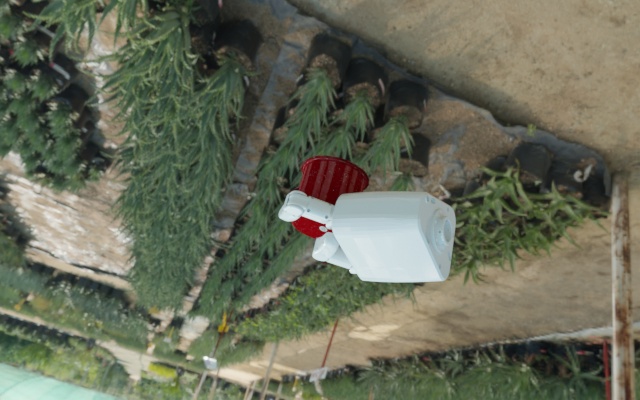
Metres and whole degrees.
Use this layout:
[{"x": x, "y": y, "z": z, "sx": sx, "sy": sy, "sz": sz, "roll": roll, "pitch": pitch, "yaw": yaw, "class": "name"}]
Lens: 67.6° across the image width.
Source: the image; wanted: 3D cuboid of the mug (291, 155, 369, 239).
[{"x": -0.001, "y": 0.002, "z": 0.624, "sx": 0.117, "sy": 0.081, "sz": 0.093, "roll": -5, "pitch": -32, "yaw": 36, "class": "mug"}]
